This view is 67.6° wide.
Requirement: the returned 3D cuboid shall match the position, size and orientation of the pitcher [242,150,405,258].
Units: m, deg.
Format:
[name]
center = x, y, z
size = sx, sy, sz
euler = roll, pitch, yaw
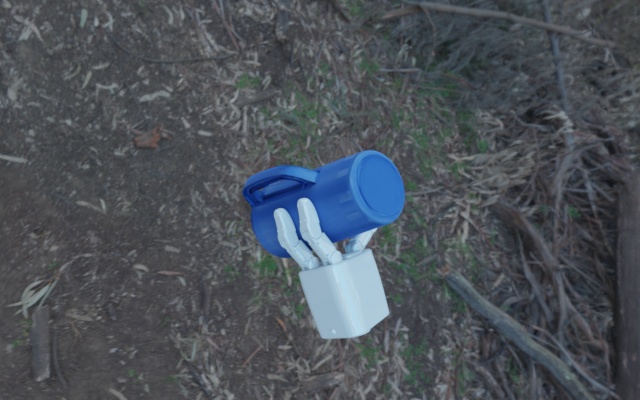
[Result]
[pitcher]
center = 0.000, 0.003, 0.739
size = 0.149, 0.145, 0.243
euler = -15, -4, -42
